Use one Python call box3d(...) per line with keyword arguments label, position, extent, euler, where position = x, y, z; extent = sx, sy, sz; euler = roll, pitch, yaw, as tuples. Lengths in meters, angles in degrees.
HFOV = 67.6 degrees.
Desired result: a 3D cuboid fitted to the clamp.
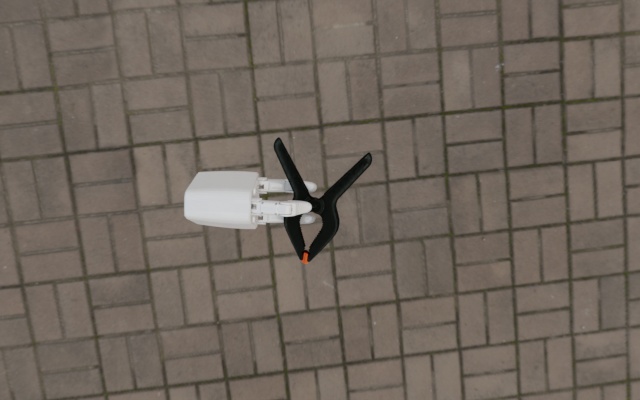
box3d(label="clamp", position=(0.000, 0.003, 0.803), extent=(0.164, 0.210, 0.036), euler=(3, 8, 3))
